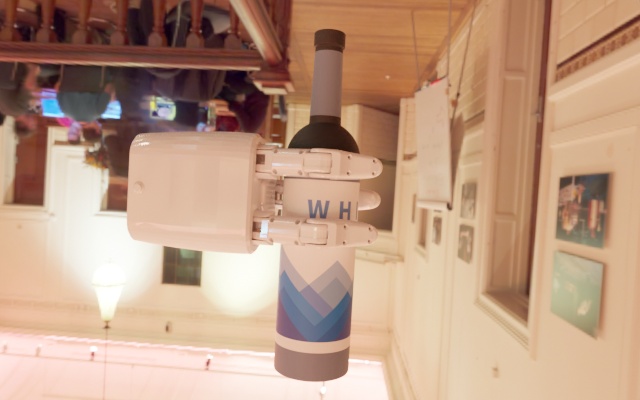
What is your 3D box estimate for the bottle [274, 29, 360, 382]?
[{"bbox_3d":[0.000,0.002,0.420,0.069,0.296,0.069,3,2,0],"label":"bottle"}]
